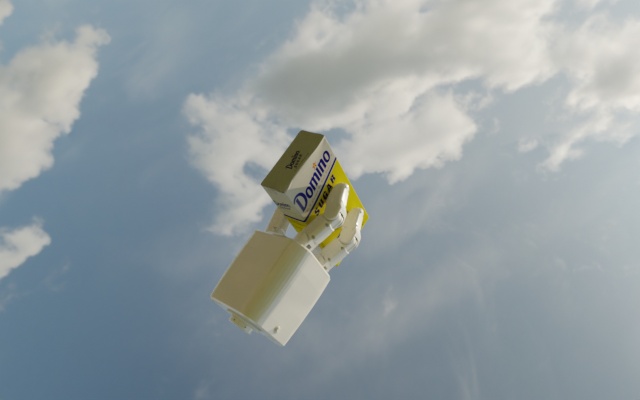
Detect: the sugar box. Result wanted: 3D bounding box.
[{"bbox_3d":[0.000,0.002,0.628,0.048,0.093,0.176,19,-25,35],"label":"sugar box"}]
